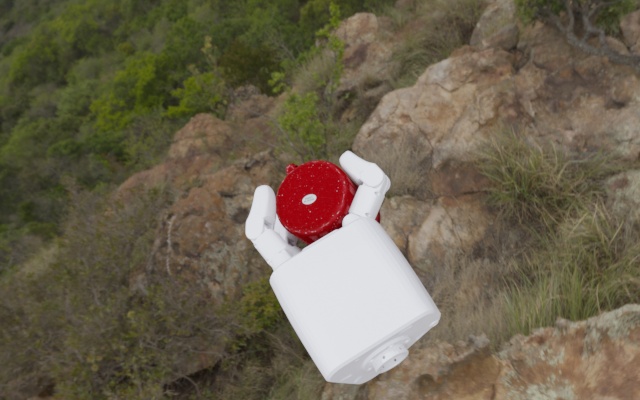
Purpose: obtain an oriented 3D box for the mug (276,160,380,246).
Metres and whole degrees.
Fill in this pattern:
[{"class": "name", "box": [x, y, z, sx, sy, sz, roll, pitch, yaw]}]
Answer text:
[{"class": "mug", "box": [-0.001, 0.001, 0.507, 0.093, 0.117, 0.081, -40, -33, 6]}]
